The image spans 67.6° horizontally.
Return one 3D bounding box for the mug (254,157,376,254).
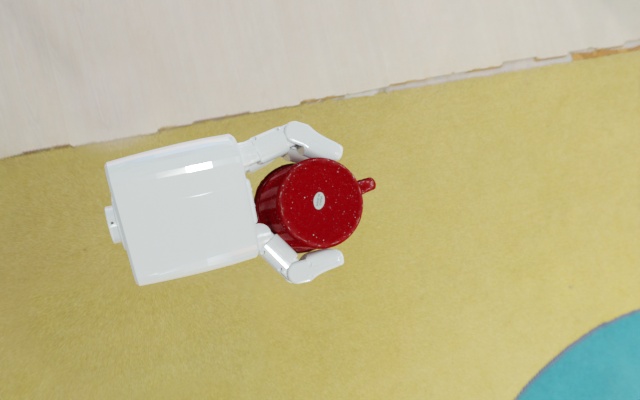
[{"bbox_3d":[0.001,0.001,0.457,0.117,0.093,0.081,-17,1,-19],"label":"mug"}]
